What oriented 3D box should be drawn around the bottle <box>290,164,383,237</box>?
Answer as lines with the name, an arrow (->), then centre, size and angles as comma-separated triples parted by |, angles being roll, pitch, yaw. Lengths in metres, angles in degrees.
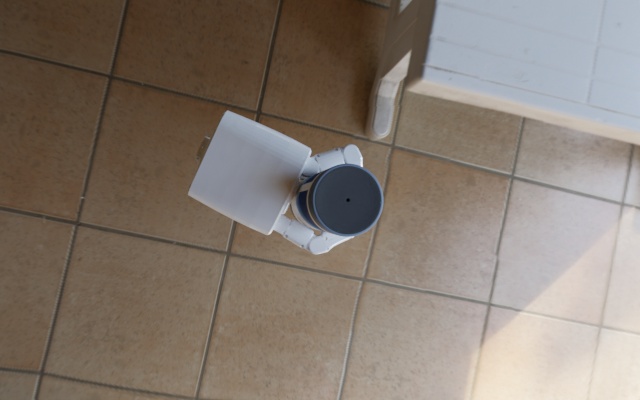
bottle -> 0.000, 0.002, 0.574 | 0.069, 0.069, 0.296 | 0, -1, -10
